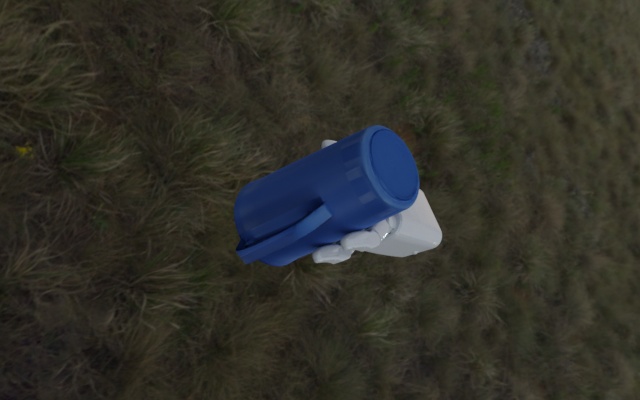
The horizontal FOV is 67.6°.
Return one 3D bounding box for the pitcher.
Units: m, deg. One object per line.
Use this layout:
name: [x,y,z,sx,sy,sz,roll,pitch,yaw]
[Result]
pitcher: [0.000,0.002,0.629,0.145,0.149,0.243,19,-32,-40]
